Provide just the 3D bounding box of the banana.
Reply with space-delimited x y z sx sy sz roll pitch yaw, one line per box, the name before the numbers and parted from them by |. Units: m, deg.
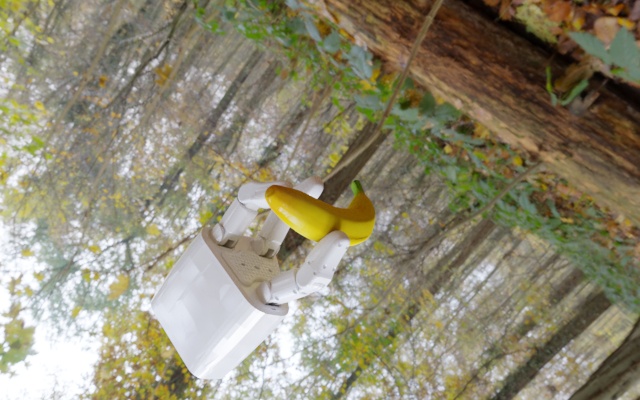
banana | 0.013 0.015 0.464 0.037 0.069 0.198 -46 -16 19
